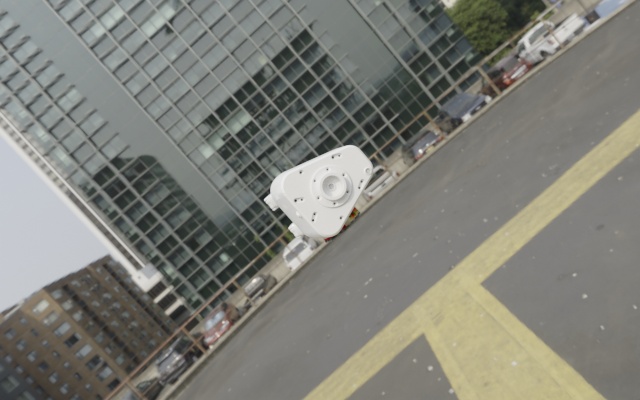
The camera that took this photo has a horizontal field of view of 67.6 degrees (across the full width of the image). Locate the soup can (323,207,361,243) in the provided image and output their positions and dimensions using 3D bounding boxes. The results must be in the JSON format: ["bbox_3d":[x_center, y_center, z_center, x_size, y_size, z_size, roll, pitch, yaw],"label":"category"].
[{"bbox_3d":[0.000,0.002,0.700,0.068,0.102,0.068,-41,5,5],"label":"soup can"}]
